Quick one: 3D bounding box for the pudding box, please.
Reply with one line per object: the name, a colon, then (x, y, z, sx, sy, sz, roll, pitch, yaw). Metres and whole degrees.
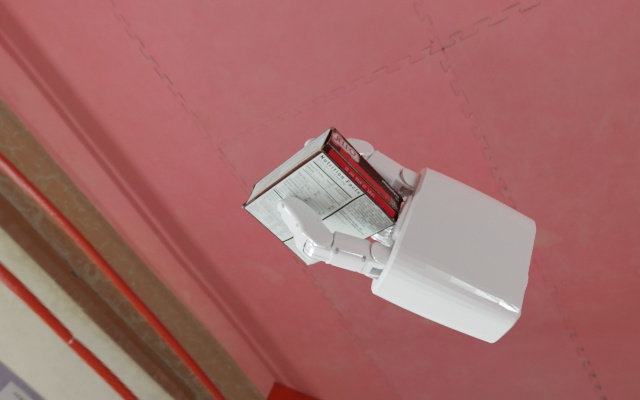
pudding box: (0.000, 0.002, 0.415, 0.113, 0.090, 0.039, -32, 22, 37)
